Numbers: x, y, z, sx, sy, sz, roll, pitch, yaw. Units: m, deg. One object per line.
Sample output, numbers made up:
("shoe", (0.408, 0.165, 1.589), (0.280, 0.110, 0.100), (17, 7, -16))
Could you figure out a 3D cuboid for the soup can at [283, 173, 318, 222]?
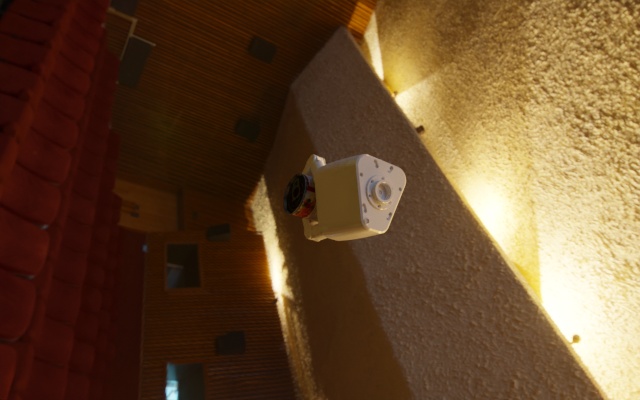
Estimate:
("soup can", (0.000, 0.003, 0.778), (0.102, 0.068, 0.068), (18, -9, -29))
